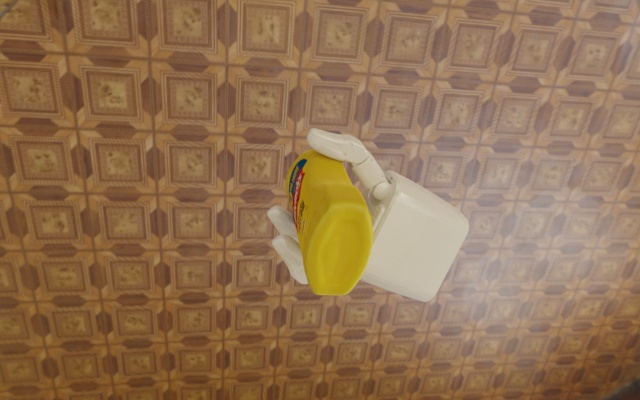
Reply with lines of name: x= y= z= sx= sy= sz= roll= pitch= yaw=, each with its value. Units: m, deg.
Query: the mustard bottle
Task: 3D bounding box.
mustard bottle: x=0.000 y=0.002 z=0.482 sx=0.058 sy=0.096 sz=0.191 roll=2 pitch=27 yaw=-12
